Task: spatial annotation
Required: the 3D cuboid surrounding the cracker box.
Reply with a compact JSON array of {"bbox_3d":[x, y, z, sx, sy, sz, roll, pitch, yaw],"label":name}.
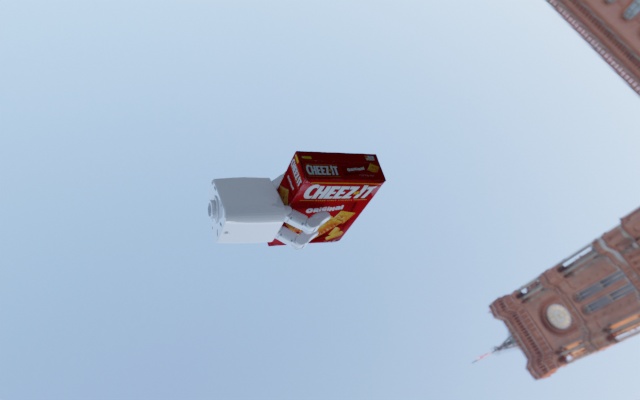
[{"bbox_3d":[0.000,0.003,0.896,0.164,0.072,0.214,-1,-34,-27],"label":"cracker box"}]
